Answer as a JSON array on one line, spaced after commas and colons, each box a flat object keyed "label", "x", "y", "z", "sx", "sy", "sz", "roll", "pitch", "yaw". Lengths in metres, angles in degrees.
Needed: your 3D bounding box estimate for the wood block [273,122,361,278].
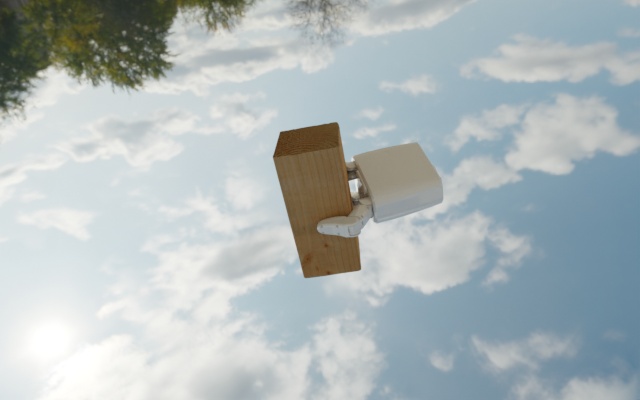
[{"label": "wood block", "x": 0.001, "y": 0.003, "z": 0.703, "sx": 0.090, "sy": 0.206, "sz": 0.090, "roll": -9, "pitch": 30, "yaw": 7}]
